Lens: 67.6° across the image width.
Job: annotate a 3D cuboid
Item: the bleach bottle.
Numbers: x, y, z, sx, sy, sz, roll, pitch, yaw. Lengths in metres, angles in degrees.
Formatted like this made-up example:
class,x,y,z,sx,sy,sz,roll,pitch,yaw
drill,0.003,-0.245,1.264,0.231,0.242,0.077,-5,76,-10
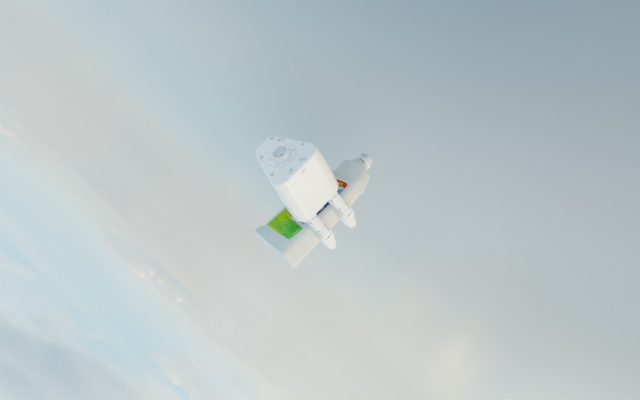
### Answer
class,x,y,z,sx,sy,sz,roll,pitch,yaw
bleach bottle,0.000,0.003,0.896,0.102,0.251,0.068,33,-16,38
